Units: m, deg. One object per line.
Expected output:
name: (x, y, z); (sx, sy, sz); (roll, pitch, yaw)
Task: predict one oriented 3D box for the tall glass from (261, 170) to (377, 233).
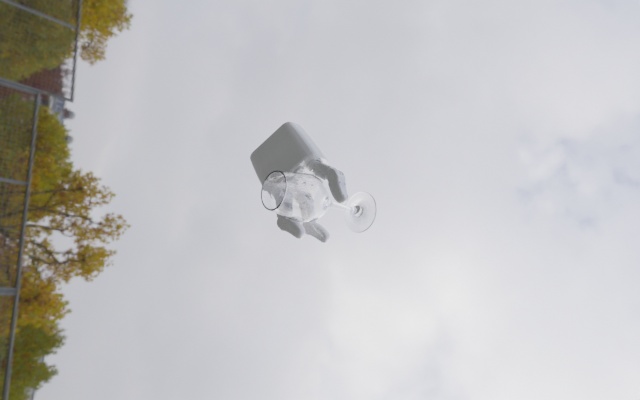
tall glass: (0.001, 0.003, 0.784); (0.201, 0.079, 0.079); (14, -10, -43)
